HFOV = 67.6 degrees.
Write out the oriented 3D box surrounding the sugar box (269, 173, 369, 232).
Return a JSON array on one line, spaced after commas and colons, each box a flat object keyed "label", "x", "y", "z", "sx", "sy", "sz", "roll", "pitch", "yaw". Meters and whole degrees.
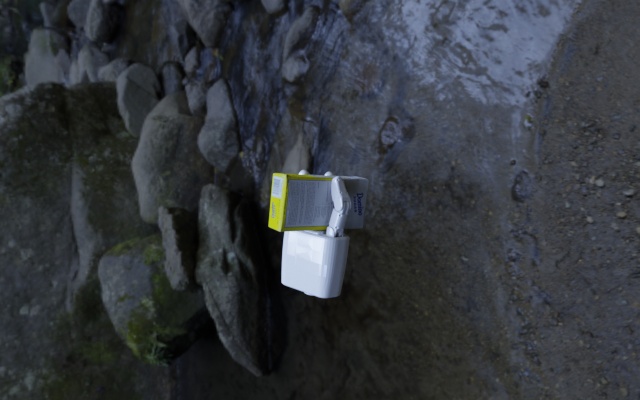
[{"label": "sugar box", "x": 0.000, "y": 0.003, "z": 0.820, "sx": 0.176, "sy": 0.093, "sz": 0.048, "roll": 1, "pitch": 10, "yaw": -38}]
